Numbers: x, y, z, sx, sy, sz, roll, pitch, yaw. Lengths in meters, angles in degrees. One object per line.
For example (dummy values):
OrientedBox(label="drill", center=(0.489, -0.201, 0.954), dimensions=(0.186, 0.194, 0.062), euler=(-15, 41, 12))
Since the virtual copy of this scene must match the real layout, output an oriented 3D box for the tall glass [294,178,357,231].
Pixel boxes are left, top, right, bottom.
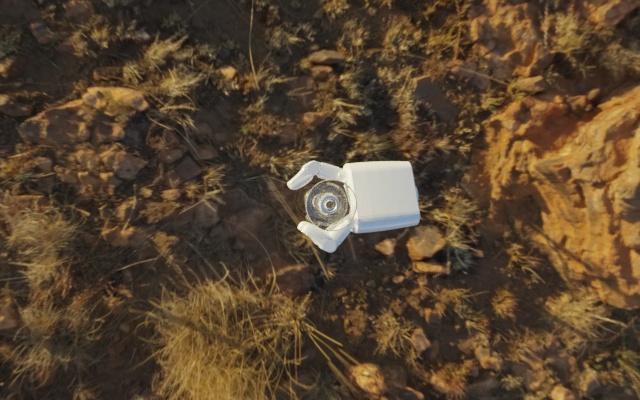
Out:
OrientedBox(label="tall glass", center=(0.000, 0.003, 0.773), dimensions=(0.079, 0.079, 0.201), euler=(0, 3, -10))
